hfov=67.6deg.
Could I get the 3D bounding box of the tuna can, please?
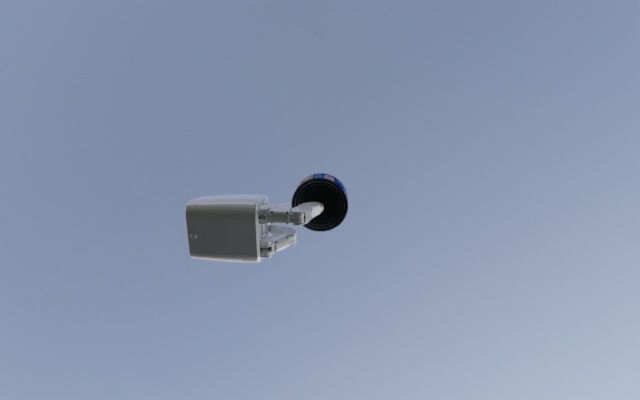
[{"bbox_3d":[0.000,0.002,0.734,0.086,0.086,0.033,0,19,5],"label":"tuna can"}]
